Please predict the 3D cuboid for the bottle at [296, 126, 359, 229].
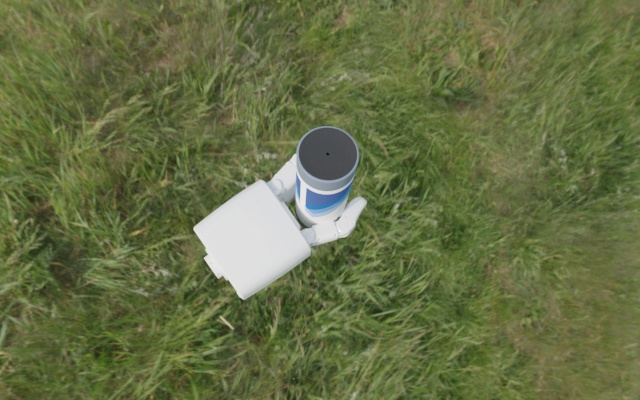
[{"bbox_3d":[0.000,0.002,0.639,0.069,0.069,0.296,0,-20,-3],"label":"bottle"}]
